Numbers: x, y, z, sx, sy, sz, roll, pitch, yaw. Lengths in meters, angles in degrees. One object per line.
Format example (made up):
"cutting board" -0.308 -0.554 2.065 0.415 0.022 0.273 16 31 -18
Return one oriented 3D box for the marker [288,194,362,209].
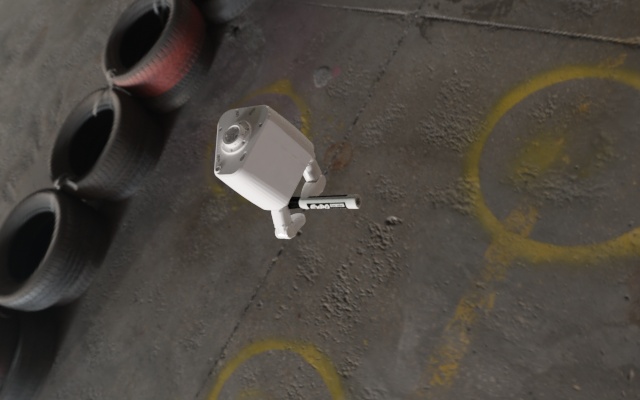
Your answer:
"marker" 0.000 0.002 0.669 0.121 0.020 0.020 -1 -1 33
